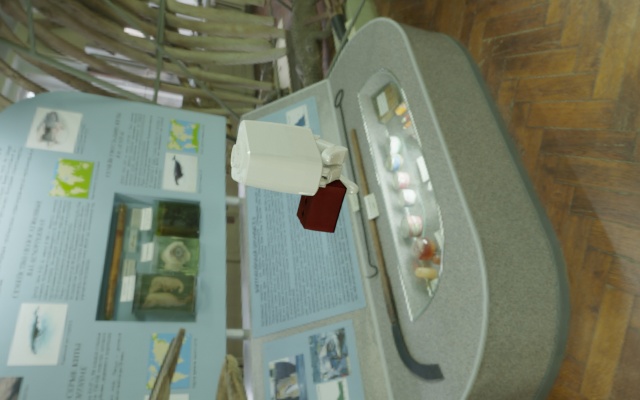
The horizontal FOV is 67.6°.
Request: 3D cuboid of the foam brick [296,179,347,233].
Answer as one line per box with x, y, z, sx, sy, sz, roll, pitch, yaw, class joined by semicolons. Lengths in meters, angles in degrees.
0.000;0.003;0.732;0.051;0.078;0.053;6;22;-21;foam brick
